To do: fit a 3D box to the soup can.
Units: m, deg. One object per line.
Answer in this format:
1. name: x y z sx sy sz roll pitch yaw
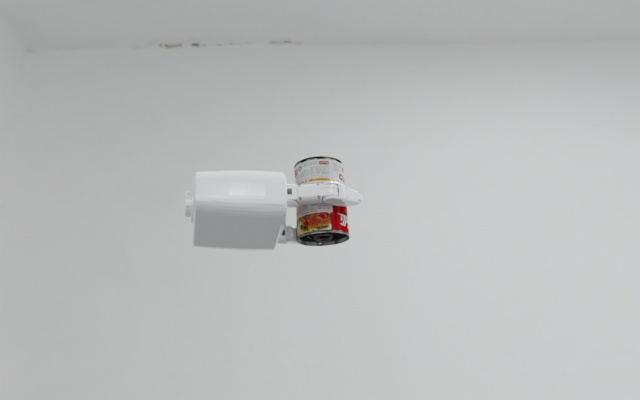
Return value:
1. soup can: 0.001 0.002 0.620 0.068 0.102 0.068 -3 -19 -1
